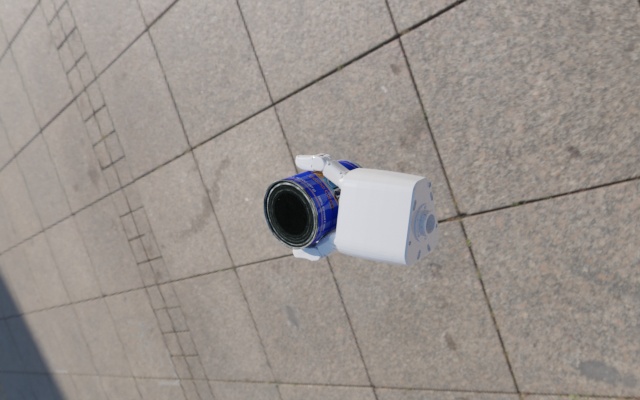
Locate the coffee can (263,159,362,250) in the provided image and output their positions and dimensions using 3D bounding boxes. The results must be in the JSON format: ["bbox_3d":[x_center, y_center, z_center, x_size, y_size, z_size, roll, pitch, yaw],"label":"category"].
[{"bbox_3d":[0.000,0.002,0.712,0.103,0.103,0.140,0,15,41],"label":"coffee can"}]
